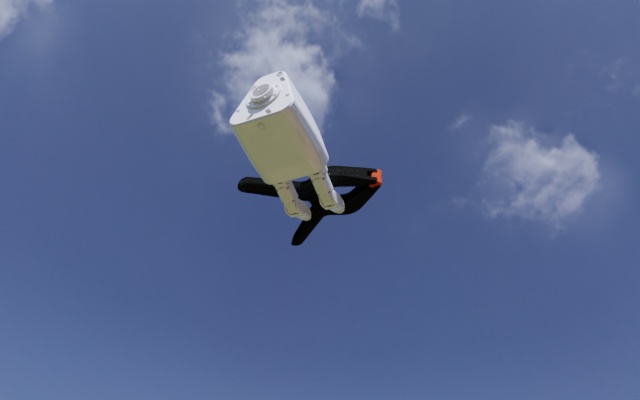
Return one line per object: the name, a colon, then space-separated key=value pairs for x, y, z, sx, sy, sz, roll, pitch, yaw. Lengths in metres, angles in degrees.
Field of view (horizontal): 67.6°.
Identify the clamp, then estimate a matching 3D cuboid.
clamp: x=0.001 y=0.002 z=0.738 sx=0.210 sy=0.036 sz=0.165 roll=-13 pitch=-45 yaw=20
